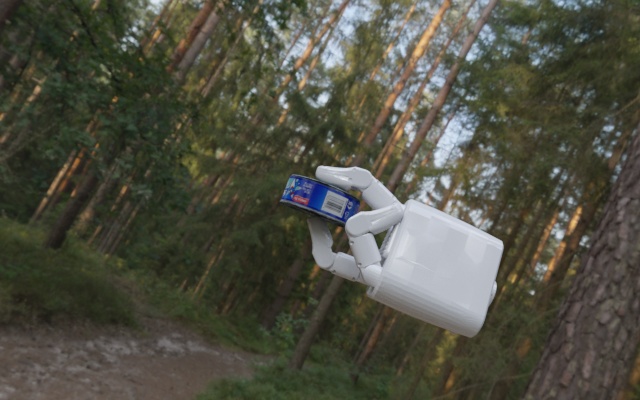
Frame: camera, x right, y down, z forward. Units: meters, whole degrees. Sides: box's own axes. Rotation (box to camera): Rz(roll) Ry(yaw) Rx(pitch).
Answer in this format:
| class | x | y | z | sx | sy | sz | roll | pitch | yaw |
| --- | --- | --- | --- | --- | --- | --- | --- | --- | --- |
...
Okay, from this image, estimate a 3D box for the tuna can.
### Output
| class | x | y | z | sx | sy | sz | roll | pitch | yaw |
| --- | --- | --- | --- | --- | --- | --- | --- | --- | --- |
| tuna can | 0.000 | 0.001 | 0.533 | 0.086 | 0.033 | 0.086 | 21 | -5 | 2 |
